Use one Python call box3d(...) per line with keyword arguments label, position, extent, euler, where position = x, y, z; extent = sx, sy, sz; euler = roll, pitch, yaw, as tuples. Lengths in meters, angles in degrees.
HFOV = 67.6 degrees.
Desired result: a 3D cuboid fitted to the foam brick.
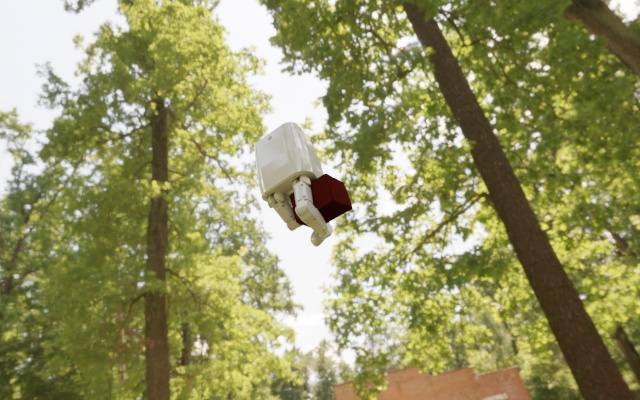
box3d(label="foam brick", position=(0.000, 0.002, 0.746), extent=(0.078, 0.051, 0.053), euler=(-30, -33, 26))
